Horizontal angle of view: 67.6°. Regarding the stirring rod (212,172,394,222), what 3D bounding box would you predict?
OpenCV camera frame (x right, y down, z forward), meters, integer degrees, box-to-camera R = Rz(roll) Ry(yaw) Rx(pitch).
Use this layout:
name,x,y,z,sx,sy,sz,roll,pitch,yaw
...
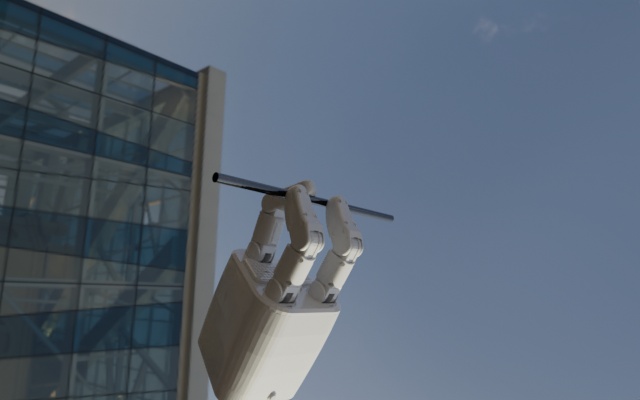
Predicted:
name,x,y,z,sx,sy,sz,roll,pitch,yaw
stirring rod,0.000,0.001,0.447,0.011,0.011,0.239,0,-9,42
